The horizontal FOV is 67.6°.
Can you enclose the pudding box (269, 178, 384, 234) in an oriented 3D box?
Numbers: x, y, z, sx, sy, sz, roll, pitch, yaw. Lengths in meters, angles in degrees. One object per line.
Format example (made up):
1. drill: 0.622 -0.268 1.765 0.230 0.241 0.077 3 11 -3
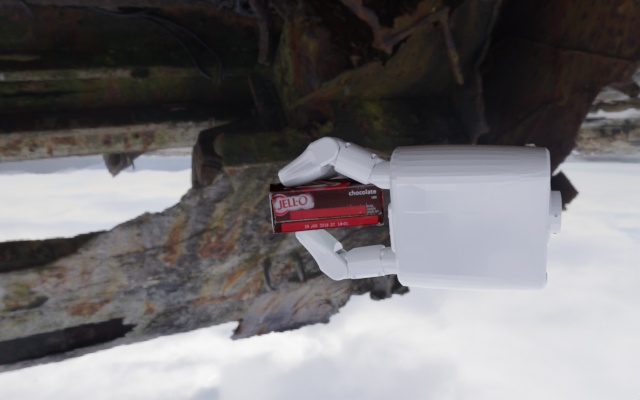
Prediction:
1. pudding box: 0.000 0.002 0.423 0.090 0.039 0.113 -4 3 -6
